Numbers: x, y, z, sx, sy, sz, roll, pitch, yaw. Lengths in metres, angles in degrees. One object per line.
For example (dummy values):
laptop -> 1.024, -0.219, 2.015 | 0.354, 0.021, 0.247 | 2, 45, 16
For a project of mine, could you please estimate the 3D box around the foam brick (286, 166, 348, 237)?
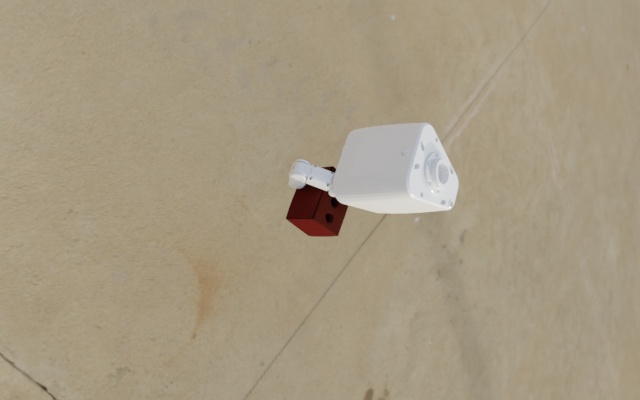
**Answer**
foam brick -> 0.000, 0.002, 0.620 | 0.051, 0.078, 0.053 | 0, -27, 43
